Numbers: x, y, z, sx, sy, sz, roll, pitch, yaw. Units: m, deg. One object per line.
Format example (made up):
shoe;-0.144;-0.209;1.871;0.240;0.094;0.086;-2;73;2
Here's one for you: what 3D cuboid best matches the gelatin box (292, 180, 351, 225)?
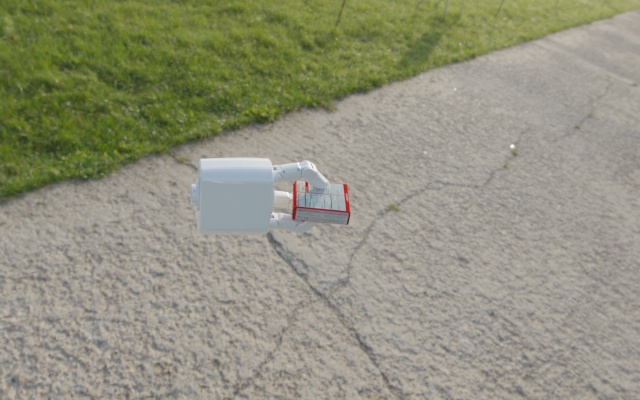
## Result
gelatin box;0.001;0.002;0.753;0.089;0.030;0.073;5;37;-6
